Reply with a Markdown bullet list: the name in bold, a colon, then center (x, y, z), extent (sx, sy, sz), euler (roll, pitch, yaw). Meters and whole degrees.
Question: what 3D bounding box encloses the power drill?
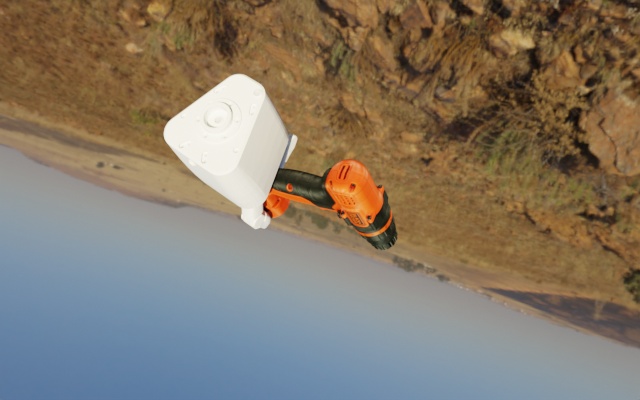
- **power drill**: center (0.000, 0.002, 0.617), extent (0.187, 0.057, 0.184), euler (8, -27, 27)
